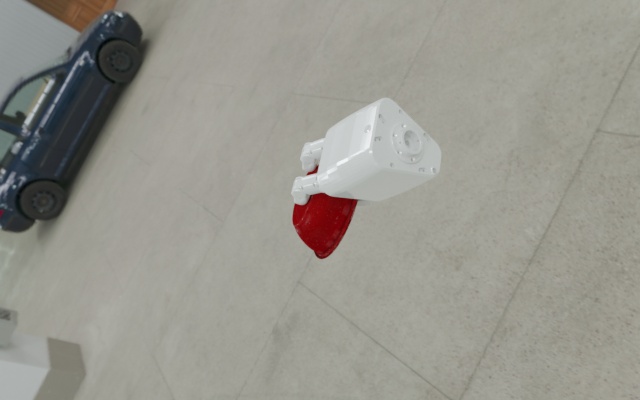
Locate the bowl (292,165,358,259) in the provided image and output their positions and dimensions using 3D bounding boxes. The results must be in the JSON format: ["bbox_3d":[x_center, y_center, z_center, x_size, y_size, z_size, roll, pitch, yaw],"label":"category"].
[{"bbox_3d":[-0.001,0.003,0.711,0.055,0.162,0.162,19,-5,-16],"label":"bowl"}]
